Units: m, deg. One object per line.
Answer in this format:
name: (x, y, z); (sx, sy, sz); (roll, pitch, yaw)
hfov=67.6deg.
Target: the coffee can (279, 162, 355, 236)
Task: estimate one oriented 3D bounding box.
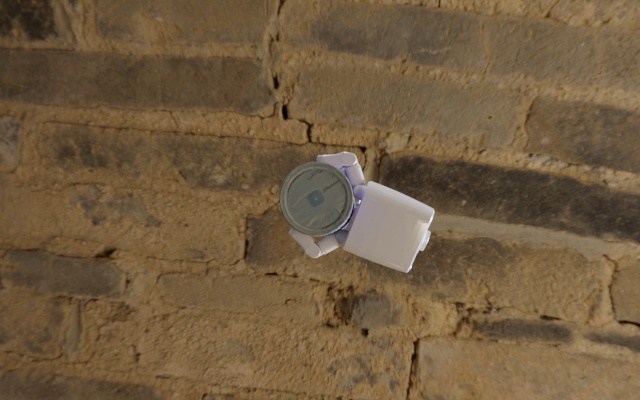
coffee can: (0.000, 0.002, 0.724); (0.103, 0.103, 0.140); (0, -4, 5)
